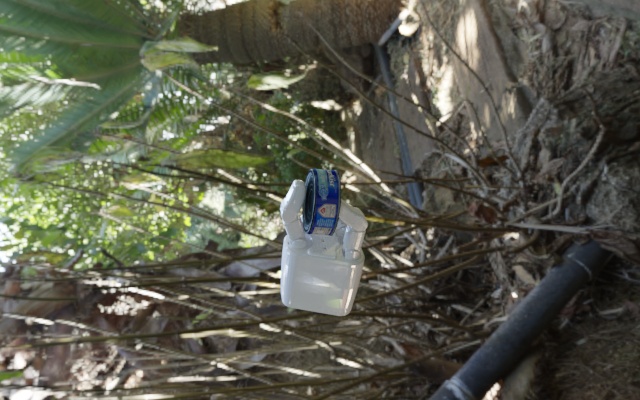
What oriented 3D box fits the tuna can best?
[{"bbox_3d":[0.000,0.002,0.613,0.034,0.086,0.086,4,-1,-12],"label":"tuna can"}]
